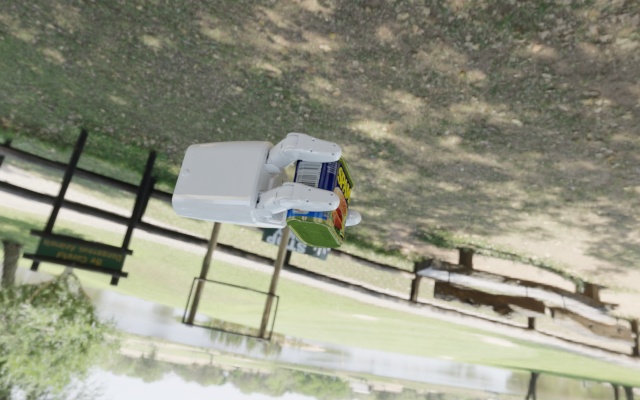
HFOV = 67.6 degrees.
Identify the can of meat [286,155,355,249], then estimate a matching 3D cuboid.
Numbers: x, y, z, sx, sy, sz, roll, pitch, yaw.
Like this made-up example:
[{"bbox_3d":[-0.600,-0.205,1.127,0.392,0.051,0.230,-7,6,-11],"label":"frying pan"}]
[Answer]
[{"bbox_3d":[0.000,0.002,0.550,0.057,0.084,0.102,4,-22,16],"label":"can of meat"}]
